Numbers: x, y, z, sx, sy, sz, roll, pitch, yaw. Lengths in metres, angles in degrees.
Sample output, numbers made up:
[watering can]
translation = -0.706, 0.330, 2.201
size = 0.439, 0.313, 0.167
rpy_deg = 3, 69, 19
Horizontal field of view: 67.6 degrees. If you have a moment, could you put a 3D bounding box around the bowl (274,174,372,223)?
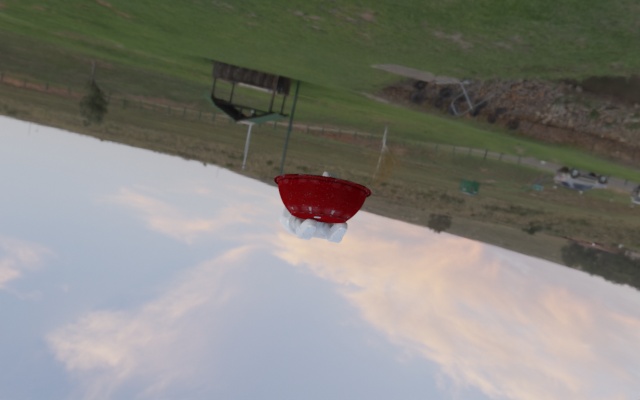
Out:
[bowl]
translation = 0.000, 0.003, 0.779
size = 0.162, 0.055, 0.162
rpy_deg = 8, -10, 1
